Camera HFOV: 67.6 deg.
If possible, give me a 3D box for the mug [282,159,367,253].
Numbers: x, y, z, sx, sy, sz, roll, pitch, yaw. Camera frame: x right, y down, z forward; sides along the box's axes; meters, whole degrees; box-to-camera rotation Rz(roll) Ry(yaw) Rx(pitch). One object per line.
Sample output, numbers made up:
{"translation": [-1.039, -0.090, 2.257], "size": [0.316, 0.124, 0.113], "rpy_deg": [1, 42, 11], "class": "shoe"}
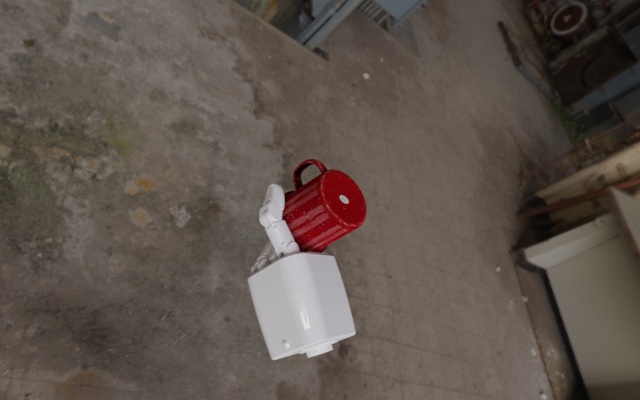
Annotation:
{"translation": [0.000, 0.001, 0.610], "size": [0.093, 0.117, 0.081], "rpy_deg": [-2, -24, -47], "class": "mug"}
